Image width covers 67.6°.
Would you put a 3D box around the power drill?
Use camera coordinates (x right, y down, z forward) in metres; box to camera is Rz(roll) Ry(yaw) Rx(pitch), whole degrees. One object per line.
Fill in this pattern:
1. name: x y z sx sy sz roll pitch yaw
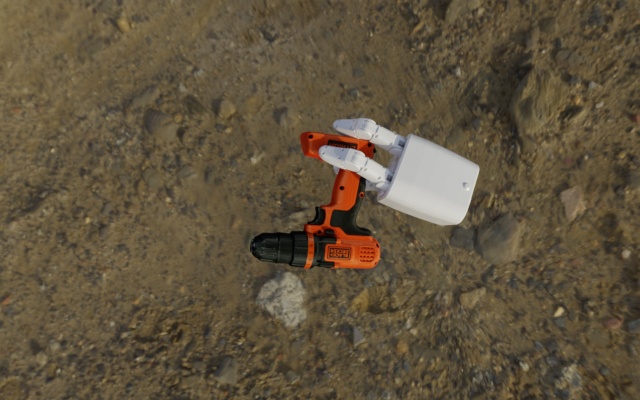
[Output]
1. power drill: 0.000 0.002 0.667 0.184 0.187 0.057 5 3 -17
